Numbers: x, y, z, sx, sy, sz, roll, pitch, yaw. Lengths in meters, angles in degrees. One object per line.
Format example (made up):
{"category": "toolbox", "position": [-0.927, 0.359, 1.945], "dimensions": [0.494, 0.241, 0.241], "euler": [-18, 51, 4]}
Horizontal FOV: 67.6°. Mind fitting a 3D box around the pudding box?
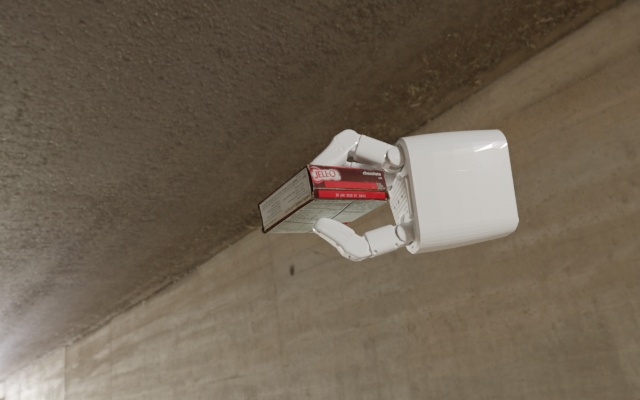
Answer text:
{"category": "pudding box", "position": [0.000, 0.002, 0.486], "dimensions": [0.090, 0.039, 0.113], "euler": [2, -23, -32]}
